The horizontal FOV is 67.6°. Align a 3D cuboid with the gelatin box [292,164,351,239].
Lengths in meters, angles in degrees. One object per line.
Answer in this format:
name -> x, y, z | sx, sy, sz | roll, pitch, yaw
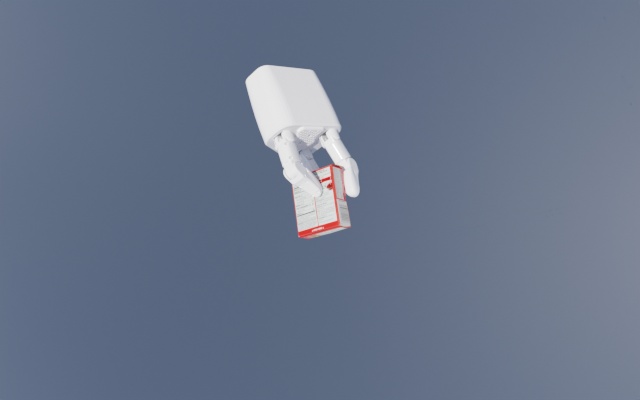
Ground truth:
gelatin box -> 0.000, 0.002, 0.663 | 0.073, 0.089, 0.030 | -18, -18, 35
